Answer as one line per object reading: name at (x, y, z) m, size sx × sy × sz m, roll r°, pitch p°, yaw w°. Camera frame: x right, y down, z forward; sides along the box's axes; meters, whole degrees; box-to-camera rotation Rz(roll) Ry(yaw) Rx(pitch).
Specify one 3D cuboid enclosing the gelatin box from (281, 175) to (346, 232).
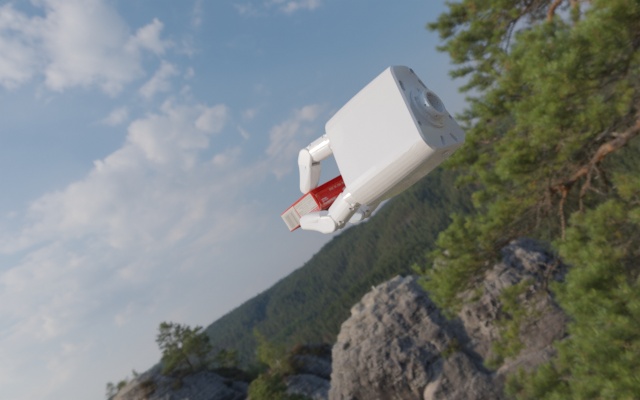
gelatin box at (0.000, 0.002, 0.621) m, size 0.073 × 0.030 × 0.089 m, roll -28°, pitch -6°, yaw -37°
